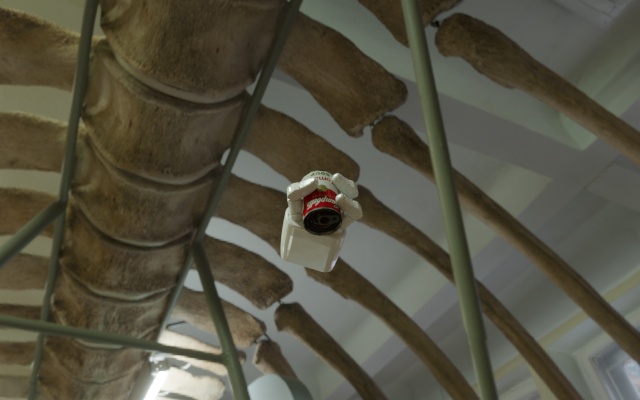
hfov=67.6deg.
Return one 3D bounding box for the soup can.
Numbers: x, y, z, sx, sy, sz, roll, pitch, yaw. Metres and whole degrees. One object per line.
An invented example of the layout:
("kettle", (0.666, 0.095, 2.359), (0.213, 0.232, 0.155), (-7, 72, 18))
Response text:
("soup can", (0.000, 0.002, 0.848), (0.068, 0.069, 0.102), (0, 43, -6))
